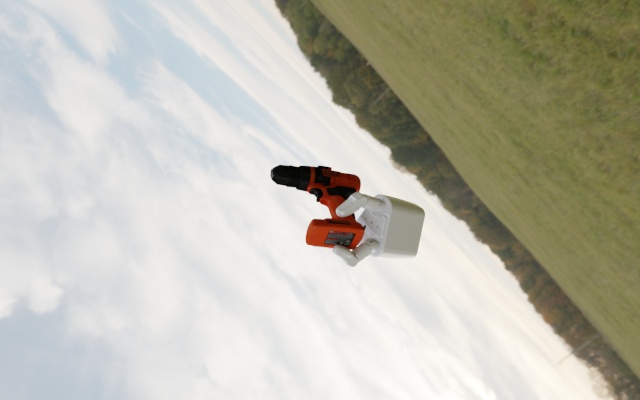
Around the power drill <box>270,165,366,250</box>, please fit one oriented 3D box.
[{"bbox_3d":[0.000,0.003,0.896,0.184,0.057,0.187,6,41,-15],"label":"power drill"}]
